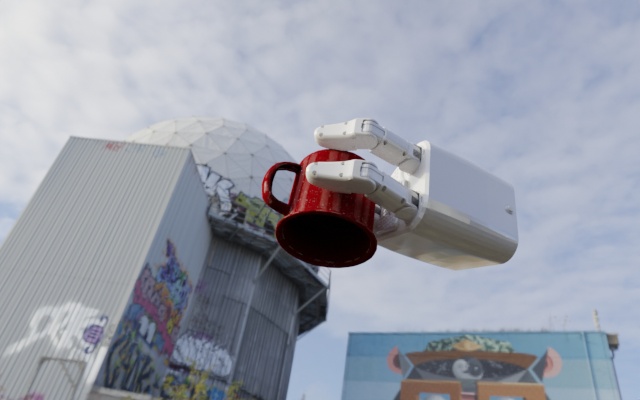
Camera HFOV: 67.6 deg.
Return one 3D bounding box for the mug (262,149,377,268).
[{"bbox_3d":[-0.001,0.001,0.450,0.117,0.081,0.093,23,-38,-15],"label":"mug"}]
